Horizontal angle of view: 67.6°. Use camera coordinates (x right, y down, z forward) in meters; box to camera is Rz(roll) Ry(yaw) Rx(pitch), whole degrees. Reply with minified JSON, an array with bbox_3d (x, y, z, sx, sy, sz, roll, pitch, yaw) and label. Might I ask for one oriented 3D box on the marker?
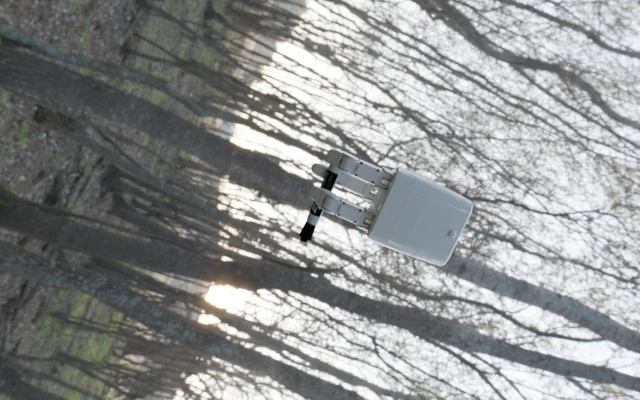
[{"bbox_3d":[0.000,0.002,0.652,0.020,0.121,0.020,23,10,-4],"label":"marker"}]
